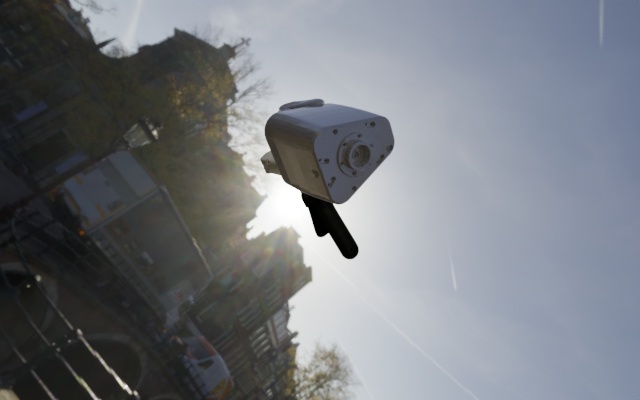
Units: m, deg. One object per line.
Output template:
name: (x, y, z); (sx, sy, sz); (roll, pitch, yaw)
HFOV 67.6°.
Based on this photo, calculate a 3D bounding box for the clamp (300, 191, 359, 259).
clamp: (0.000, 0.002, 0.653); (0.039, 0.171, 0.120); (-34, 31, -17)
